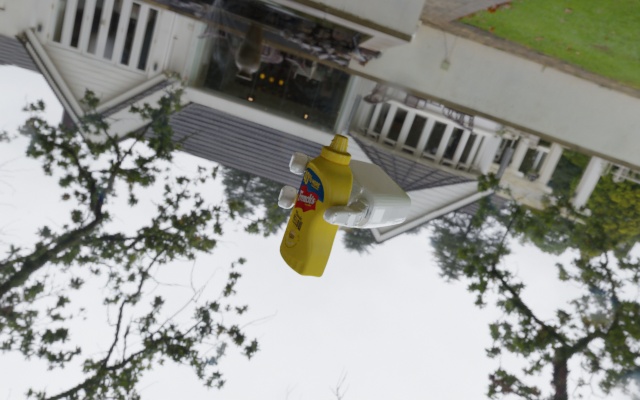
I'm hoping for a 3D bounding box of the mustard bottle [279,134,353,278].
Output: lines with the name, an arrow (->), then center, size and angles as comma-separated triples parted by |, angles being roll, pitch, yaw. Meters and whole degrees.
mustard bottle -> 0.000, 0.002, 0.658 | 0.058, 0.192, 0.096 | 11, 17, -26
